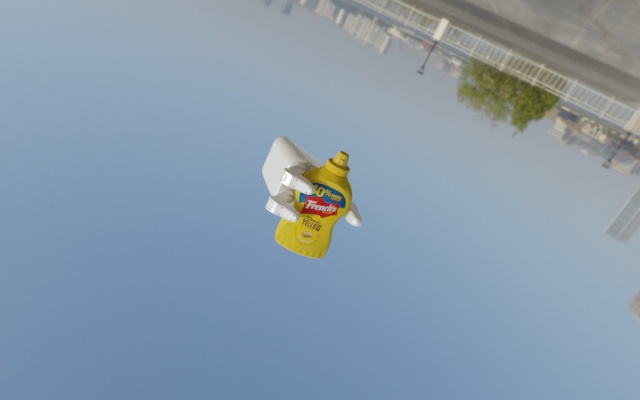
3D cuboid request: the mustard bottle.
[{"bbox_3d":[0.000,0.003,0.812,0.096,0.192,0.058,23,22,-7],"label":"mustard bottle"}]
